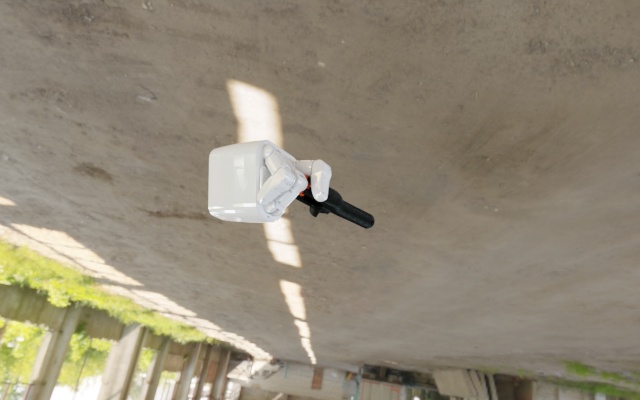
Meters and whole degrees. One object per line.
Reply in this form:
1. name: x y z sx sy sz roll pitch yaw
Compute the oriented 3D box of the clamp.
1. clamp: 0.000 0.003 0.759 0.120 0.039 0.171 2 -22 36
